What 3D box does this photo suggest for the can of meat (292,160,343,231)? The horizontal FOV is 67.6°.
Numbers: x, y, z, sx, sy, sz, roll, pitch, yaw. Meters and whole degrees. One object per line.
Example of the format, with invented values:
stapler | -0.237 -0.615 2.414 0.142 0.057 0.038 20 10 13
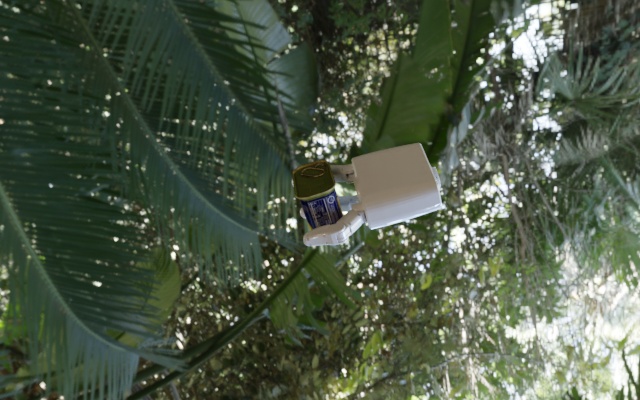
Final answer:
can of meat | 0.000 0.003 0.689 0.057 0.084 0.102 -17 29 2
